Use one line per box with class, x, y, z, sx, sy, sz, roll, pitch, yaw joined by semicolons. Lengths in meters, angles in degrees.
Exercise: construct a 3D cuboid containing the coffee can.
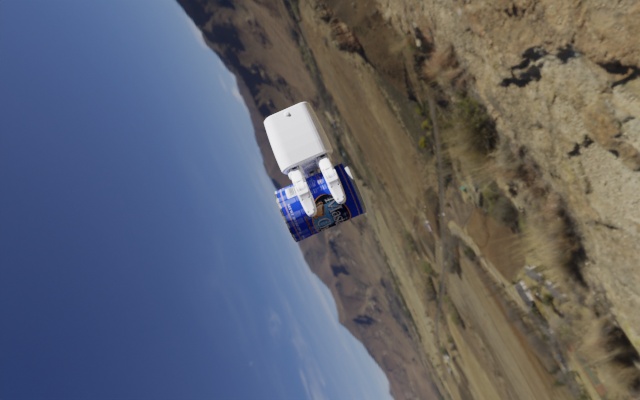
coffee can;0.000;0.003;0.877;0.140;0.103;0.103;-23;0;1
